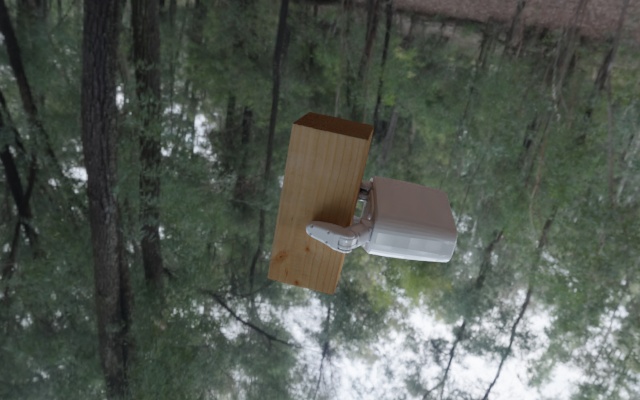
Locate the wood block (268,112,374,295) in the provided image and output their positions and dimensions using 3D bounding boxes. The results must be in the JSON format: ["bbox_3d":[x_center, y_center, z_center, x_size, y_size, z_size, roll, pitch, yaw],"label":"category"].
[{"bbox_3d":[0.000,0.002,0.613,0.090,0.206,0.090,13,21,6],"label":"wood block"}]
